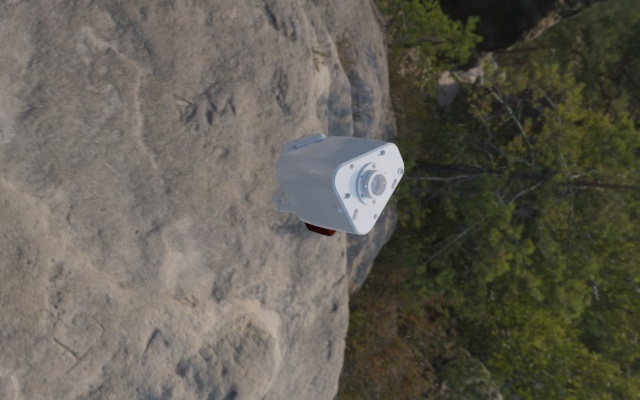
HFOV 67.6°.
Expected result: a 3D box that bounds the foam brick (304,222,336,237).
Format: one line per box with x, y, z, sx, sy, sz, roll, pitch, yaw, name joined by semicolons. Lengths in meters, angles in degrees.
0.000;0.002;0.661;0.053;0.078;0.051;-44;33;-26;foam brick
